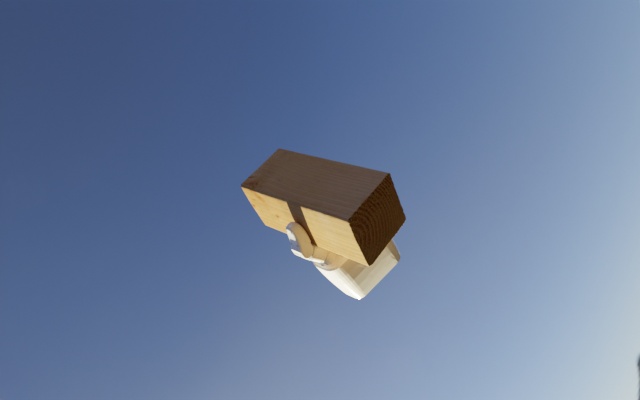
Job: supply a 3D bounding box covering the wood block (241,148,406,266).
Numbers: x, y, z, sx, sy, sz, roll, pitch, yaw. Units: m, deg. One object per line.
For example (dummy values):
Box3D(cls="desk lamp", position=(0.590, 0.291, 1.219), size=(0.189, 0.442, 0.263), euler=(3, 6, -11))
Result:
Box3D(cls="wood block", position=(0.000, 0.003, 0.661), size=(0.206, 0.090, 0.090), euler=(17, 55, 42))
